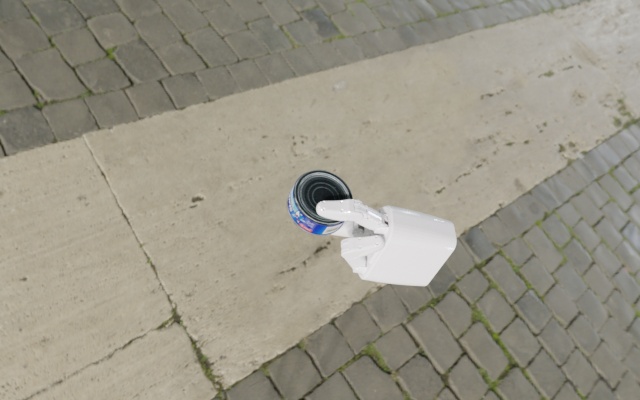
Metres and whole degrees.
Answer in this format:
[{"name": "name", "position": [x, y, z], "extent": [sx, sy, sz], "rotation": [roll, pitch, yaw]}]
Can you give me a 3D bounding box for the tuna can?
[{"name": "tuna can", "position": [0.000, 0.002, 0.642], "extent": [0.086, 0.086, 0.034], "rotation": [0, -28, -21]}]
